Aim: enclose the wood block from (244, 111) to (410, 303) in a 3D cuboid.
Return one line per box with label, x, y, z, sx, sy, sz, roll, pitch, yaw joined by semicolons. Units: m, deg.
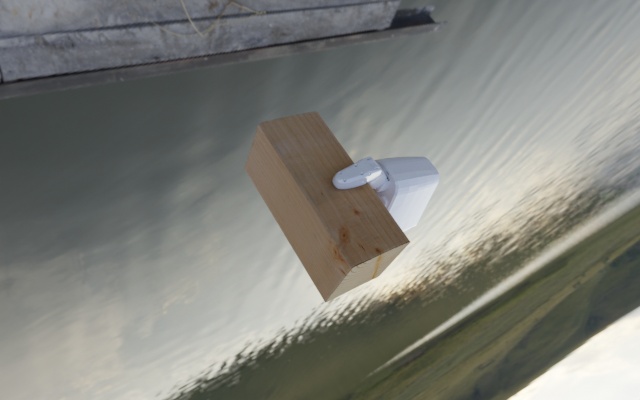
wood block;0.001;0.002;0.578;0.090;0.206;0.091;-19;-26;-33
